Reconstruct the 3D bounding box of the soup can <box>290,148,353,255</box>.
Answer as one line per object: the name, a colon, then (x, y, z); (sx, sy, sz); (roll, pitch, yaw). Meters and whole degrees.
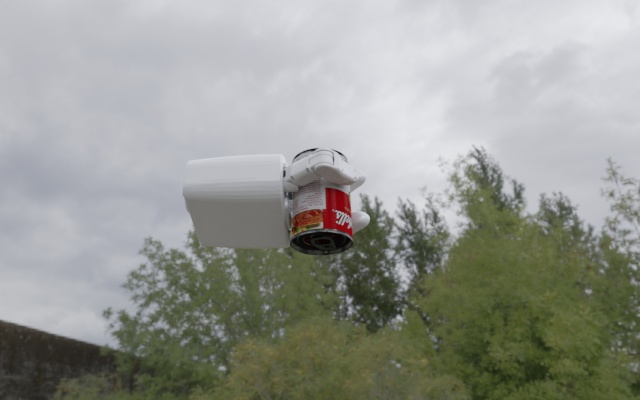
soup can: (0.001, 0.001, 0.531); (0.068, 0.102, 0.068); (-1, -27, 0)
